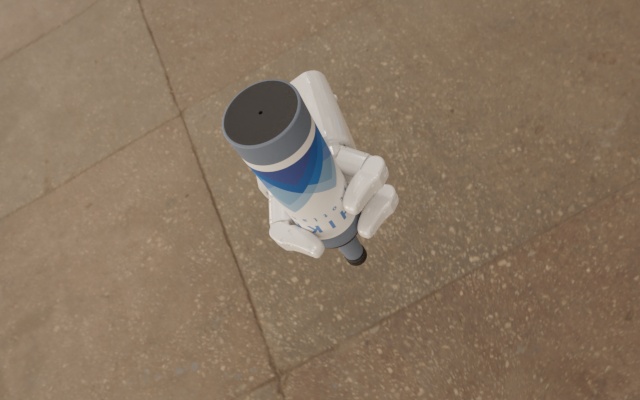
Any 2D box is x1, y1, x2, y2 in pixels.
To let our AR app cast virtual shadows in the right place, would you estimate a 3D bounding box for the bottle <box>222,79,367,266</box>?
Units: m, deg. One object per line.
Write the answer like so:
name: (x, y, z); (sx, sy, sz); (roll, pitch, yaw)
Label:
bottle: (0.000, 0.002, 0.486); (0.069, 0.069, 0.296); (0, -28, 21)
